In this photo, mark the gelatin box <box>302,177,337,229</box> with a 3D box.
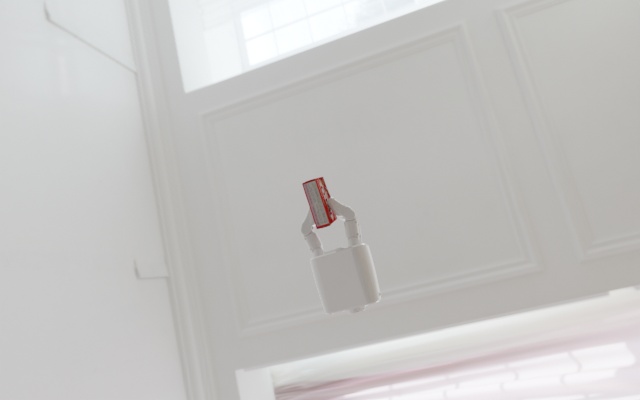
[{"bbox_3d":[0.000,0.003,0.882,0.030,0.089,0.073,-18,2,13],"label":"gelatin box"}]
